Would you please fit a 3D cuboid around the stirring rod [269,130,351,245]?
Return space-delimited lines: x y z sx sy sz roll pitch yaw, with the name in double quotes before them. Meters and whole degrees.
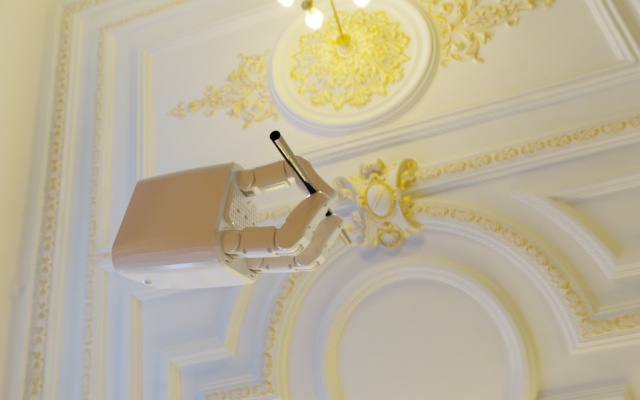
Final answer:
"stirring rod" 0.000 0.001 0.426 0.011 0.011 0.240 0 -22 16
